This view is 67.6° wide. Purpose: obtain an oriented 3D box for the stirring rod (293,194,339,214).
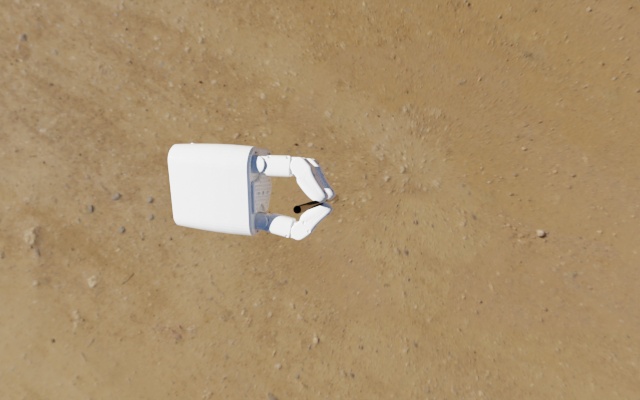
[{"bbox_3d":[0.000,0.002,0.582,0.011,0.011,0.239,0,3,11],"label":"stirring rod"}]
